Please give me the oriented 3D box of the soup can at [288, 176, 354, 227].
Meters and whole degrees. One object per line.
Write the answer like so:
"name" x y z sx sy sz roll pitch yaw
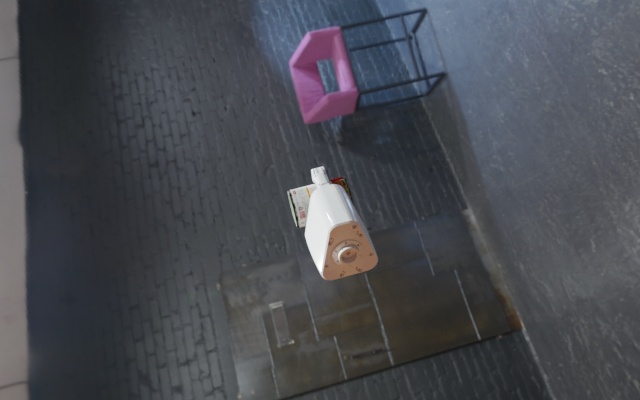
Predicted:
"soup can" 0.000 0.002 0.829 0.102 0.068 0.068 -14 1 -6
